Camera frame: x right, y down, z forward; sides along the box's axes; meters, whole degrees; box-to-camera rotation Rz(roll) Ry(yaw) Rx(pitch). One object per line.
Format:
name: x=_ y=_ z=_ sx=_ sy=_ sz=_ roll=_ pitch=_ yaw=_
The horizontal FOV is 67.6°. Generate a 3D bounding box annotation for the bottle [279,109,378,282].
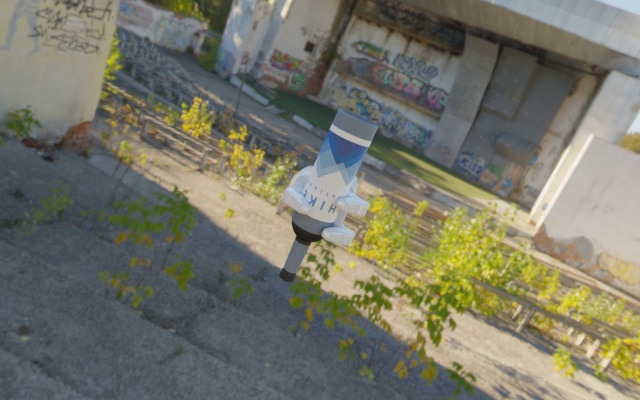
bottle: x=0.000 y=0.002 z=0.769 sx=0.069 sy=0.296 sz=0.069 roll=22 pitch=16 yaw=-7
